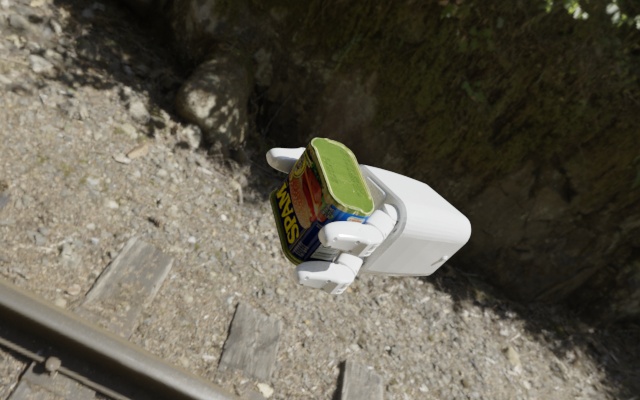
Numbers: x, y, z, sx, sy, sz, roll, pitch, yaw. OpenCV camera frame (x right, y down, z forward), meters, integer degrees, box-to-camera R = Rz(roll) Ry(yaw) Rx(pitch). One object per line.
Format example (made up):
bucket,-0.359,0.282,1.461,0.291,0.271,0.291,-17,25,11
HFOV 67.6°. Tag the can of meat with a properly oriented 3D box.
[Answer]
can of meat,0.000,0.001,0.462,0.057,0.102,0.084,13,-49,-32
